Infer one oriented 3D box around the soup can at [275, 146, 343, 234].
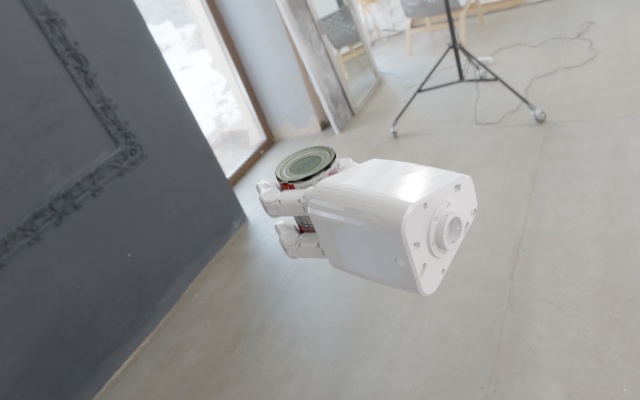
[{"bbox_3d":[0.000,0.001,0.509,0.068,0.102,0.068,-16,31,10],"label":"soup can"}]
